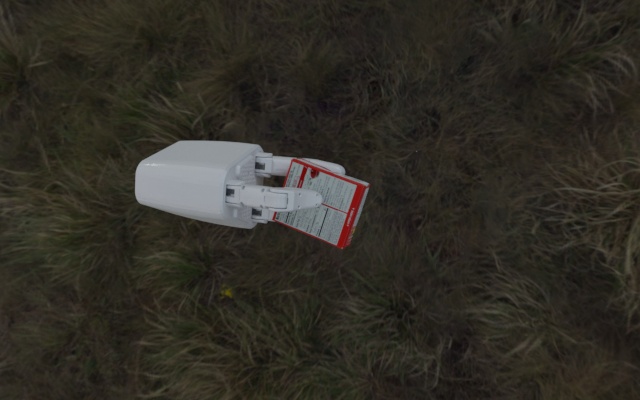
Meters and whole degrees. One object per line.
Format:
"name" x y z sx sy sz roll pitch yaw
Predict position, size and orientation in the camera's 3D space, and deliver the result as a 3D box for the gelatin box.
"gelatin box" 0.000 0.002 0.519 0.089 0.073 0.030 21 12 16
